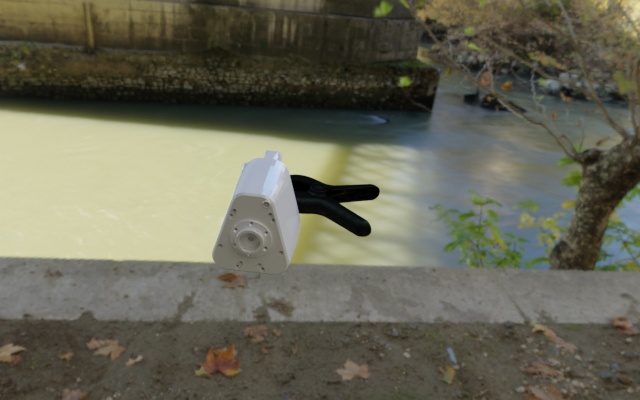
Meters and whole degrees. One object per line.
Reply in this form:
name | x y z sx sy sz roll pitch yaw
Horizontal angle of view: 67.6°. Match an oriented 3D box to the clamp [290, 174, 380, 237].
clamp | 0.000 0.002 0.663 0.171 0.039 0.120 6 25 0
